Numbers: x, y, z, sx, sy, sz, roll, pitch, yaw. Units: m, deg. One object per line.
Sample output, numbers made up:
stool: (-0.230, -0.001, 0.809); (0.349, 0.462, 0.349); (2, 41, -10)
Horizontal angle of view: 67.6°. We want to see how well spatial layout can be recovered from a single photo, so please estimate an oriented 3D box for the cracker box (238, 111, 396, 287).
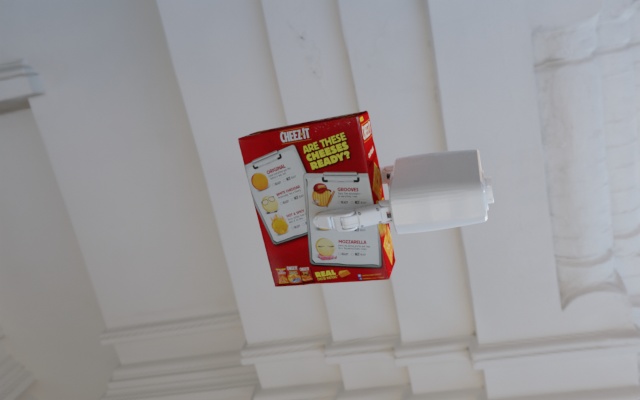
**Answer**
cracker box: (0.000, 0.002, 0.637); (0.164, 0.214, 0.072); (-7, 15, 19)
